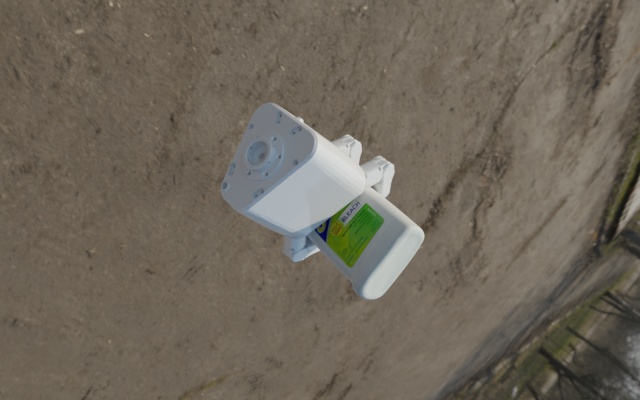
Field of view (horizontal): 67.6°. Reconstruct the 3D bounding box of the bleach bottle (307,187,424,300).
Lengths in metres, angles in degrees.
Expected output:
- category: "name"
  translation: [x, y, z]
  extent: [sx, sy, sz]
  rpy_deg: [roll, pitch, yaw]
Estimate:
- category: "bleach bottle"
  translation: [0.000, 0.002, 0.583]
  extent: [0.250, 0.102, 0.068]
  rpy_deg: [39, 5, 33]
